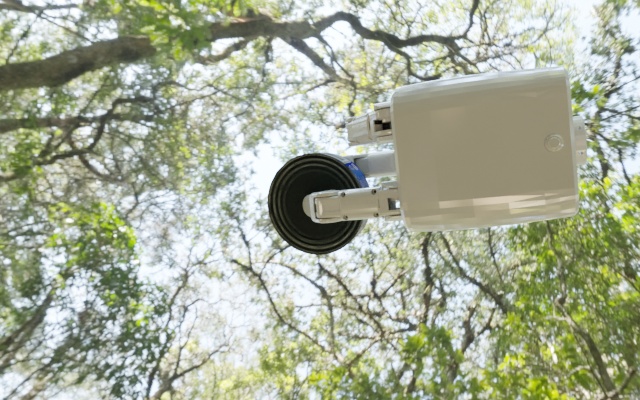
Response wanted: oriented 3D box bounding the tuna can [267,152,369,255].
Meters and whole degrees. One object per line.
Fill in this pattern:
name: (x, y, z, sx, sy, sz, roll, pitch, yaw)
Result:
tuna can: (0.000, 0.001, 0.411, 0.086, 0.086, 0.033, 0, 8, 19)
